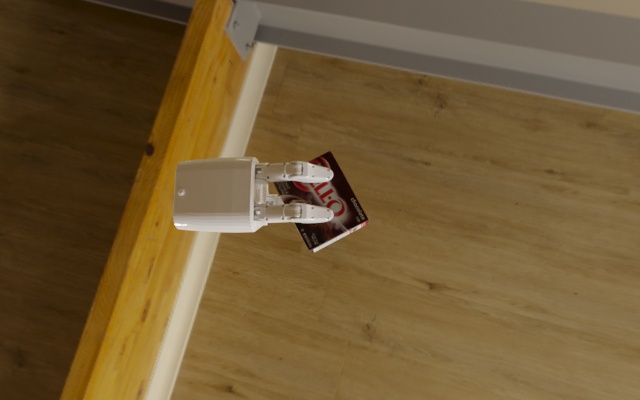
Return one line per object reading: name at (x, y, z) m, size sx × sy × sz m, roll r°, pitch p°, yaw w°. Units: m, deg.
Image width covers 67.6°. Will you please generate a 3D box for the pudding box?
pudding box at (0.000, 0.002, 0.648) m, size 0.090 × 0.113 × 0.039 m, roll -28°, pitch -11°, yaw -3°
